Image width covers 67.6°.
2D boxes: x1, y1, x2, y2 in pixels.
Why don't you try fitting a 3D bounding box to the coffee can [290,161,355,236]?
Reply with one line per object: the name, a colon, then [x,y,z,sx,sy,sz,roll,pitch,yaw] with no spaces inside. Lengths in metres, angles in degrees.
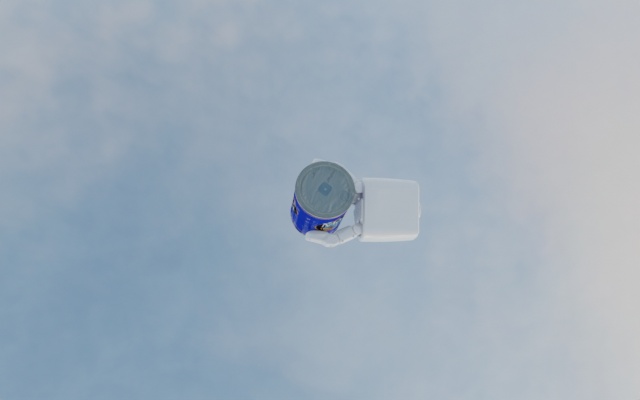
coffee can: [0.000,0.003,0.869,0.103,0.102,0.140,0,-19,-7]
